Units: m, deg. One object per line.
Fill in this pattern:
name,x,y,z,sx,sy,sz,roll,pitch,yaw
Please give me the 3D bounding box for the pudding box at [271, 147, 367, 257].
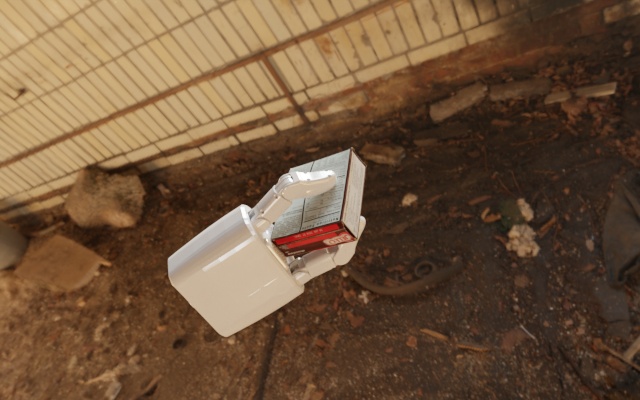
pudding box,0.000,0.002,0.528,0.090,0.113,0.039,-15,-46,28
